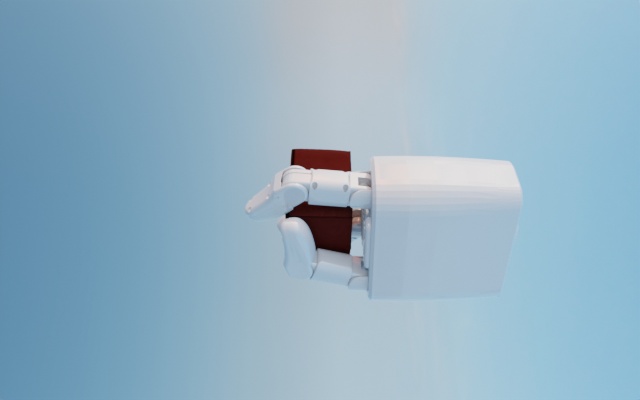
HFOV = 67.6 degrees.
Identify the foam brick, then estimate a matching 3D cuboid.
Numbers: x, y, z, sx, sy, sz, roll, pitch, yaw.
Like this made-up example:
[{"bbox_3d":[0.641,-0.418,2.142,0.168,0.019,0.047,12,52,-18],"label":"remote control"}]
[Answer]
[{"bbox_3d":[0.000,0.001,0.401,0.051,0.078,0.053,0,-41,2],"label":"foam brick"}]
